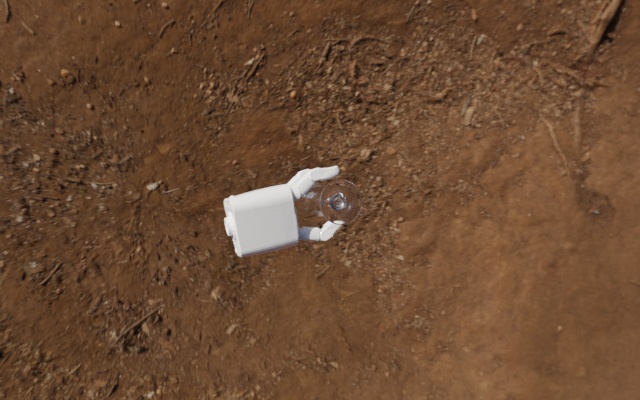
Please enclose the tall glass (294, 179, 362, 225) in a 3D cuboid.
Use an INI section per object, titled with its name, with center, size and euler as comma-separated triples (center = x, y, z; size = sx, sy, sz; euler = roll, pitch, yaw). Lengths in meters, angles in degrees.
[tall glass]
center = 0.001, 0.003, 0.871
size = 0.079, 0.079, 0.201
euler = 0, 0, -19
